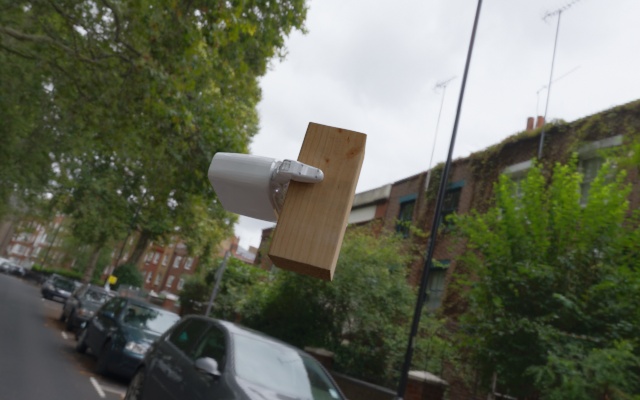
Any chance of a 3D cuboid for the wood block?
[{"bbox_3d":[0.000,0.002,0.700,0.090,0.206,0.091,14,-18,8],"label":"wood block"}]
